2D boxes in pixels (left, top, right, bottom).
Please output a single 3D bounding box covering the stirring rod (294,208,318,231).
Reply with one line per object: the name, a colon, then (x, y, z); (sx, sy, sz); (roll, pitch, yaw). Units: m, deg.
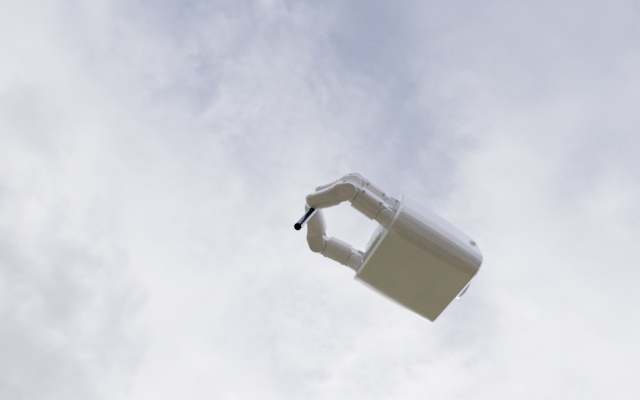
stirring rod: (0.000, 0.002, 0.574); (0.011, 0.011, 0.239); (0, 11, 11)
